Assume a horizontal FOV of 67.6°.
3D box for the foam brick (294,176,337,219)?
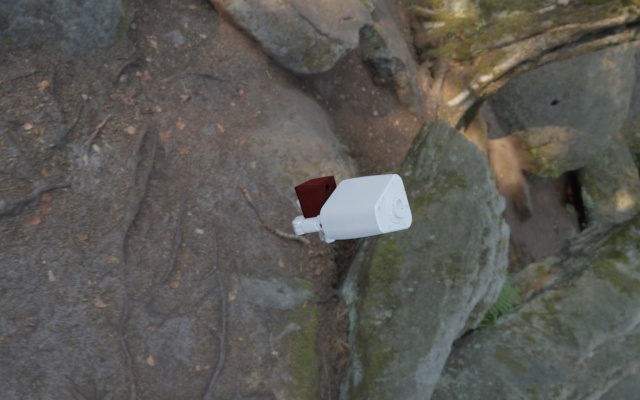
[{"bbox_3d":[0.000,0.002,0.814,0.051,0.078,0.053,-8,15,38],"label":"foam brick"}]
